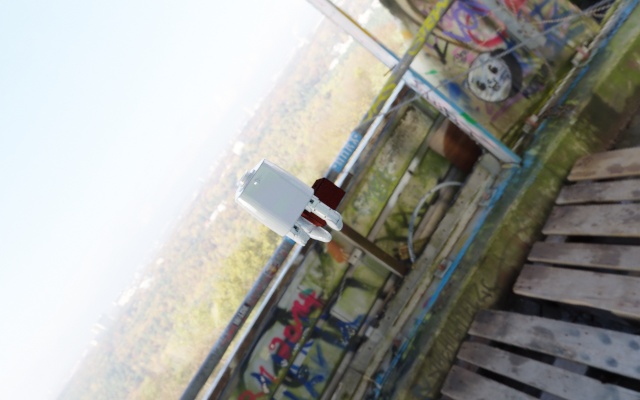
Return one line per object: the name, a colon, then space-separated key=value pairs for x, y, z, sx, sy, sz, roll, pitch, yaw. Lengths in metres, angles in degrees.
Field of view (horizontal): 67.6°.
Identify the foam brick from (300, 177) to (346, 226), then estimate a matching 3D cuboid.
foam brick: x=0.000 y=0.003 z=0.882 sx=0.051 sy=0.078 sz=0.053 roll=35 pitch=-13 yaw=-13
